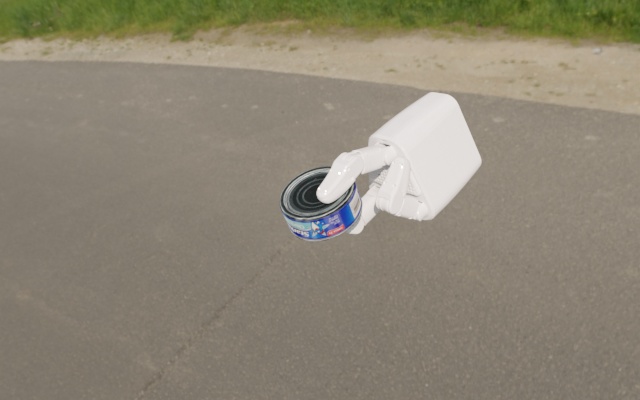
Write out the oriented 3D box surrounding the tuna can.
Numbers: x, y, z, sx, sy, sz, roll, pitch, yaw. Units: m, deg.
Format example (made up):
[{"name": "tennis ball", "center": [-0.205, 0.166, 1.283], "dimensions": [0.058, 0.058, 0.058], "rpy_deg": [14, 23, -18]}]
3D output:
[{"name": "tuna can", "center": [0.000, 0.001, 0.514], "dimensions": [0.086, 0.034, 0.086], "rpy_deg": [-13, 40, 11]}]
